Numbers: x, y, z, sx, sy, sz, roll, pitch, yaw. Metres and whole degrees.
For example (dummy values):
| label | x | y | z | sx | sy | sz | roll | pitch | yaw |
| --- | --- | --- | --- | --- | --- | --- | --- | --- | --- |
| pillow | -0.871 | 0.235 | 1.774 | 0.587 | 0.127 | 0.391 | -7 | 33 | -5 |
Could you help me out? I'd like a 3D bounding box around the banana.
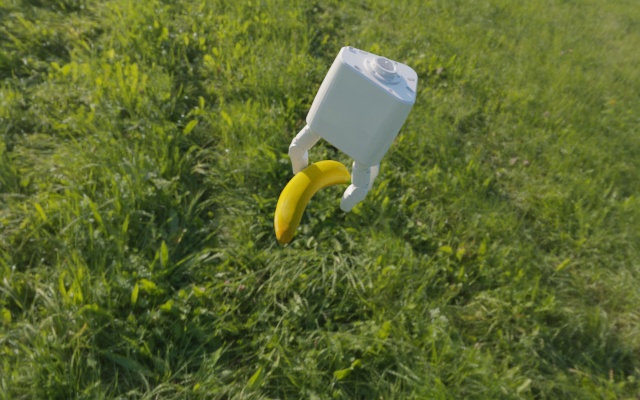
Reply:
| label | x | y | z | sx | sy | sz | roll | pitch | yaw |
| --- | --- | --- | --- | --- | --- | --- | --- | --- | --- |
| banana | -0.011 | -0.012 | 0.667 | 0.197 | 0.069 | 0.037 | -36 | -15 | -45 |
